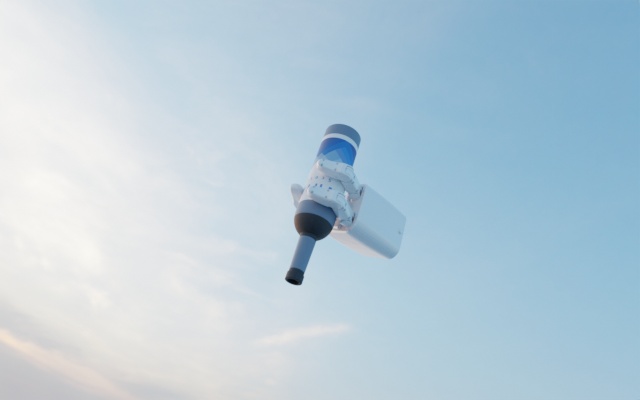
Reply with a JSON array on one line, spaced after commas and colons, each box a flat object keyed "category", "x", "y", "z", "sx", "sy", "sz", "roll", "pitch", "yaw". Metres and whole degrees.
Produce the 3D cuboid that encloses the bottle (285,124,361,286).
[{"category": "bottle", "x": 0.000, "y": 0.002, "z": 0.790, "sx": 0.069, "sy": 0.295, "sz": 0.069, "roll": 14, "pitch": -31, "yaw": 9}]
